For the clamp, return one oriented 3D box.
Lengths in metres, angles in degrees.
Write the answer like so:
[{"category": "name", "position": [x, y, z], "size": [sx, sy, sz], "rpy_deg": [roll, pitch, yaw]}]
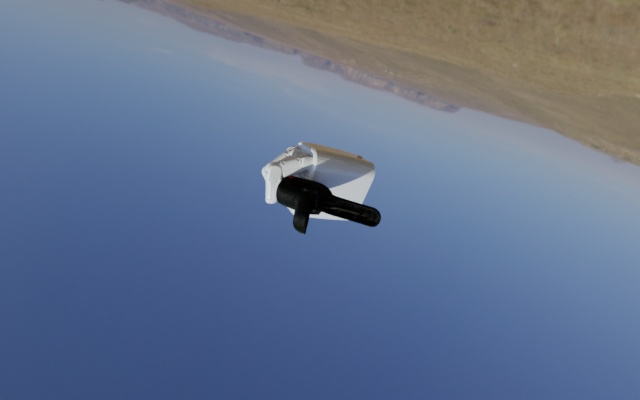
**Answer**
[{"category": "clamp", "position": [0.000, 0.003, 0.645], "size": [0.120, 0.039, 0.171], "rpy_deg": [6, 20, -23]}]
